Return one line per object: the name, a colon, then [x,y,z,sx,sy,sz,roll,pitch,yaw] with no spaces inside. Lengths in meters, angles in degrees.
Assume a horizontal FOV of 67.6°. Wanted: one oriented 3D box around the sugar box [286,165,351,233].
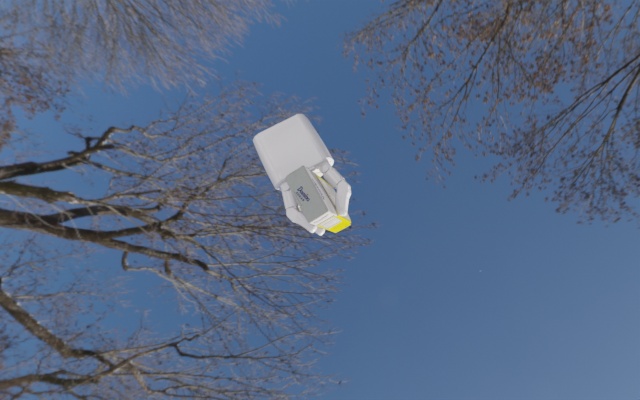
sugar box: [0.000,0.003,0.857,0.048,0.093,0.176,-32,-17,12]
